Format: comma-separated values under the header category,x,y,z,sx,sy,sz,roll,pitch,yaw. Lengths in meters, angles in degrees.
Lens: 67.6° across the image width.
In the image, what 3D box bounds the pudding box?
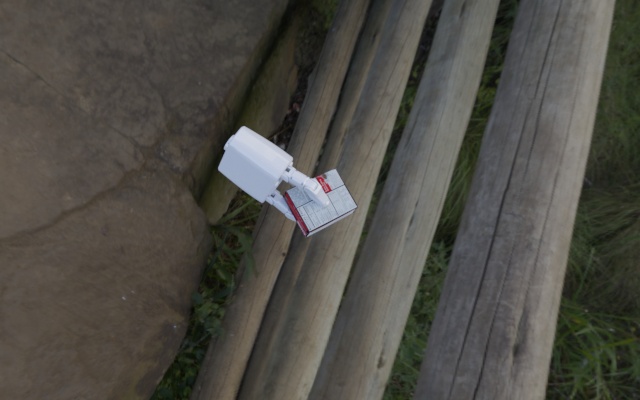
category,x,y,z,sx,sy,sz,roll,pitch,yaw
pudding box,0.000,0.003,0.879,0.113,0.090,0.039,-26,-8,-20
